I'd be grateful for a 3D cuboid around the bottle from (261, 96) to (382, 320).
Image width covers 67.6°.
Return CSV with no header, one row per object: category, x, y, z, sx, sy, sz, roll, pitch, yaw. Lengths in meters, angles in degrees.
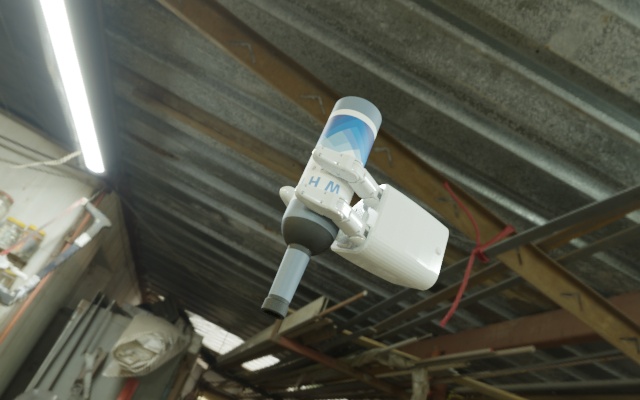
bottle,0.000,0.002,0.575,0.069,0.295,0.069,18,-29,10
